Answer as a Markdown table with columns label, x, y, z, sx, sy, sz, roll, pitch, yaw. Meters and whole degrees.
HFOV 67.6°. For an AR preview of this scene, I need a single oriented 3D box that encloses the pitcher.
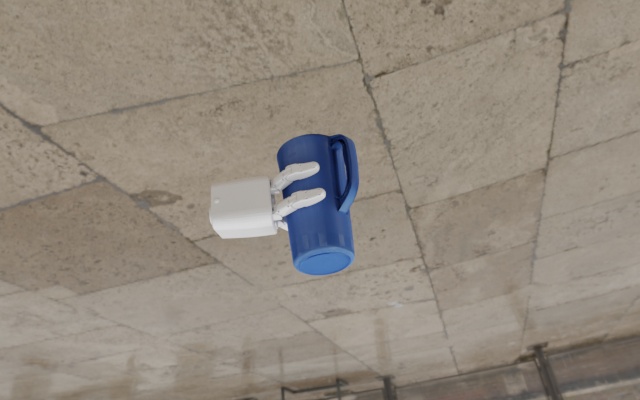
| label | x | y | z | sx | sy | sz | roll | pitch | yaw |
| --- | --- | --- | --- | --- | --- | --- | --- | --- | --- |
| pitcher | 0.000 | 0.003 | 0.871 | 0.145 | 0.242 | 0.149 | -6 | -31 | -3 |
